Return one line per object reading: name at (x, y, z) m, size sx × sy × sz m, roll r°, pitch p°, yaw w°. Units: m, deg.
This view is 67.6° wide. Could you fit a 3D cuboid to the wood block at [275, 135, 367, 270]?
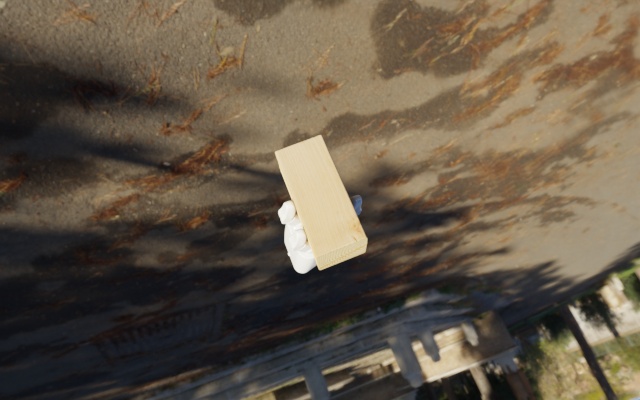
wood block at (0.000, 0.003, 0.839) m, size 0.091 × 0.206 × 0.090 m, roll -21°, pitch -21°, yaw -5°
